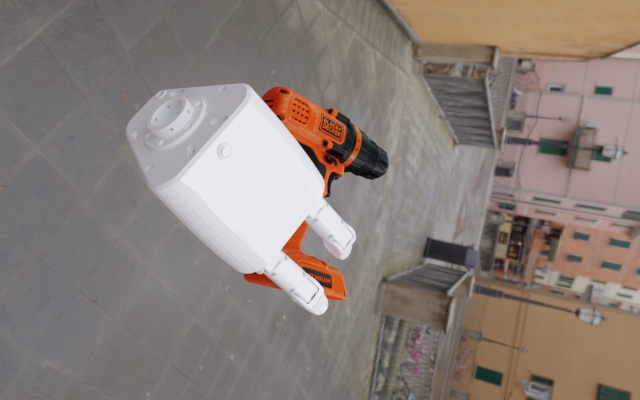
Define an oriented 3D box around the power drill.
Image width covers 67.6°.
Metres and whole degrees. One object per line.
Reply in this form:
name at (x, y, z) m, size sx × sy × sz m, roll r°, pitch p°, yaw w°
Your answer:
power drill at (0.000, 0.002, 0.483) m, size 0.057 × 0.187 × 0.184 m, roll -6°, pitch -20°, yaw 44°
